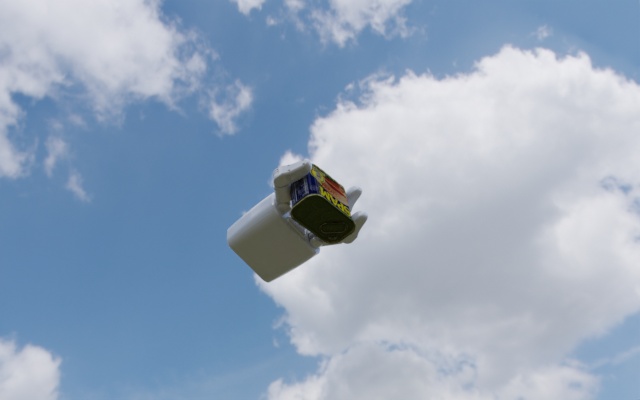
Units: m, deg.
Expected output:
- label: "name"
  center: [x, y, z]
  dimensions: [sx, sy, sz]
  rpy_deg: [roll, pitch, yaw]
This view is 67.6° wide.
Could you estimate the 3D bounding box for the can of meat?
- label: "can of meat"
  center: [0.000, 0.002, 0.713]
  dimensions: [0.057, 0.083, 0.102]
  rpy_deg: [-37, -54, 22]
